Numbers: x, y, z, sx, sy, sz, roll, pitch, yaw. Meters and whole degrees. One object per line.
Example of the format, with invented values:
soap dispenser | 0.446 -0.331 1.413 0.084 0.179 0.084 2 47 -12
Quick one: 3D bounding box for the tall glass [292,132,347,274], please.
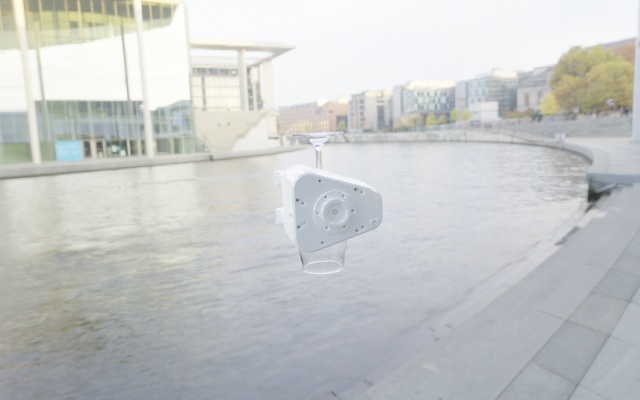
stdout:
tall glass | 0.000 0.002 0.698 0.079 0.201 0.079 -2 8 0
